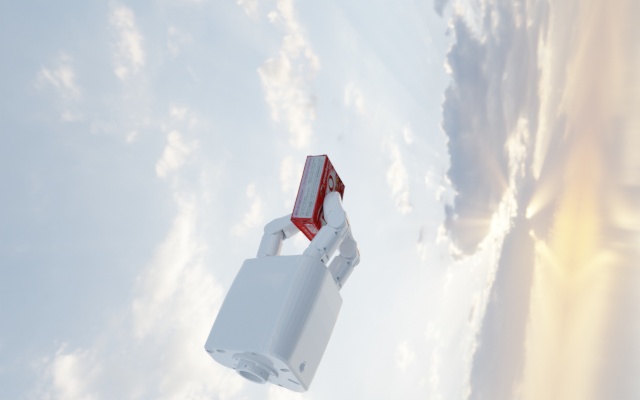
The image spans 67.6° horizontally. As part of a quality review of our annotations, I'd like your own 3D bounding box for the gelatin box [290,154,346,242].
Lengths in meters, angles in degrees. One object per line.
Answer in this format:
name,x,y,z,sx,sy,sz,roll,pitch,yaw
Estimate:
gelatin box,0.000,0.002,0.566,0.030,0.089,0.073,0,-29,23
